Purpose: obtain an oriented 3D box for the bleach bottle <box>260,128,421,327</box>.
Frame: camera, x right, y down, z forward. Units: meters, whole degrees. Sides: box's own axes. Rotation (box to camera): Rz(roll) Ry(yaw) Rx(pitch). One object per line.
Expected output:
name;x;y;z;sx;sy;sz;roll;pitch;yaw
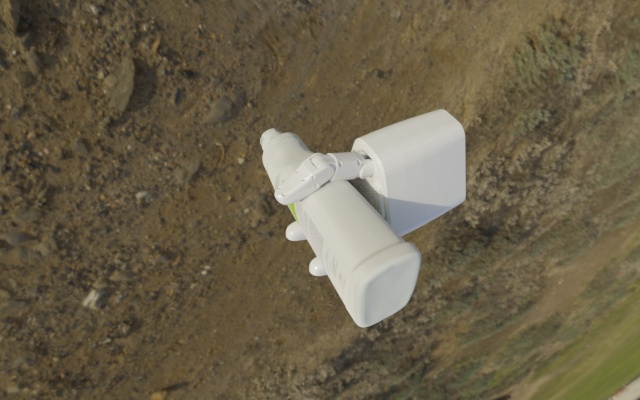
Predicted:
bleach bottle;0.000;0.002;0.492;0.068;0.103;0.250;-23;52;-17
